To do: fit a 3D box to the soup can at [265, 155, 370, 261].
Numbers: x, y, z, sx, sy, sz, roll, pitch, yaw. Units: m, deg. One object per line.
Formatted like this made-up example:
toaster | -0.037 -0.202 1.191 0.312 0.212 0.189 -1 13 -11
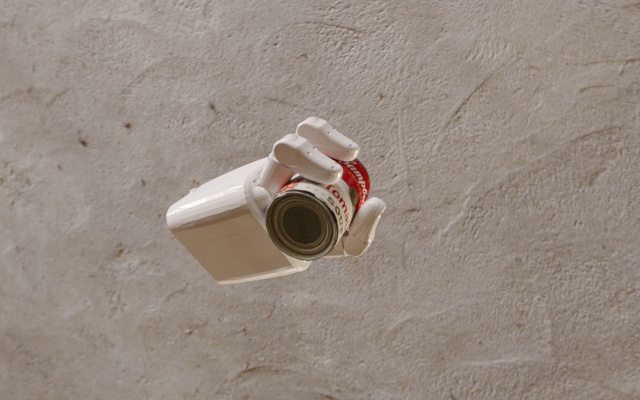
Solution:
soup can | 0.000 0.002 0.437 0.068 0.068 0.102 0 24 22
